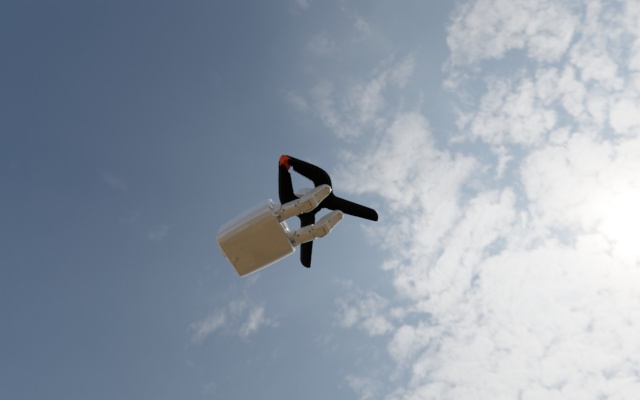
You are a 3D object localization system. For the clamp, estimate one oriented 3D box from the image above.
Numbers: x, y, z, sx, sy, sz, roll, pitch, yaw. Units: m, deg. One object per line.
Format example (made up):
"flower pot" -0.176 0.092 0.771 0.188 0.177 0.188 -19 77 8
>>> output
"clamp" -0.001 0.002 0.830 0.164 0.210 0.036 -29 27 -3
